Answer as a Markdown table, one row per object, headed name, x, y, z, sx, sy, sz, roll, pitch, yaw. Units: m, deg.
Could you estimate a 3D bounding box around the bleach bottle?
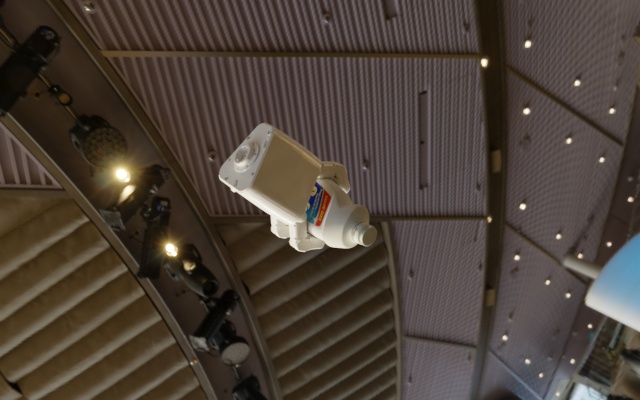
| name | x | y | z | sx | sy | sz | roll | pitch | yaw |
| --- | --- | --- | --- | --- | --- | --- | --- | --- | --- |
| bleach bottle | 0.000 | 0.003 | 0.761 | 0.068 | 0.102 | 0.250 | 36 | -4 | -42 |
